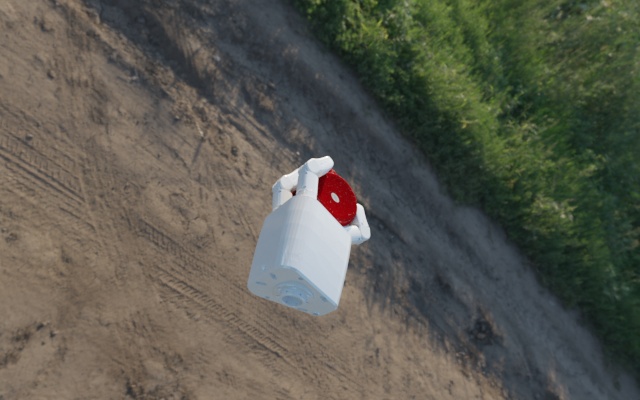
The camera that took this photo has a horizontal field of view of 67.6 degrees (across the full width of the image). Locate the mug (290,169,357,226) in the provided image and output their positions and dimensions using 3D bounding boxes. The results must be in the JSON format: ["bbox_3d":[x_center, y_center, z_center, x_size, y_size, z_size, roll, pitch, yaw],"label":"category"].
[{"bbox_3d":[0.001,0.001,0.692,0.093,0.117,0.081,33,-43,-24],"label":"mug"}]
